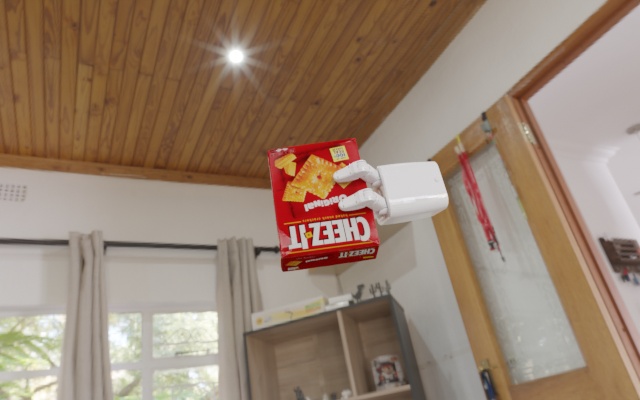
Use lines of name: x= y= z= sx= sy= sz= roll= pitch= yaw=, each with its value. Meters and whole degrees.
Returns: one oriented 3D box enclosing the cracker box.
cracker box: x=0.000 y=0.003 z=0.829 sx=0.164 sy=0.213 sz=0.072 roll=-8 pitch=-28 yaw=-5
